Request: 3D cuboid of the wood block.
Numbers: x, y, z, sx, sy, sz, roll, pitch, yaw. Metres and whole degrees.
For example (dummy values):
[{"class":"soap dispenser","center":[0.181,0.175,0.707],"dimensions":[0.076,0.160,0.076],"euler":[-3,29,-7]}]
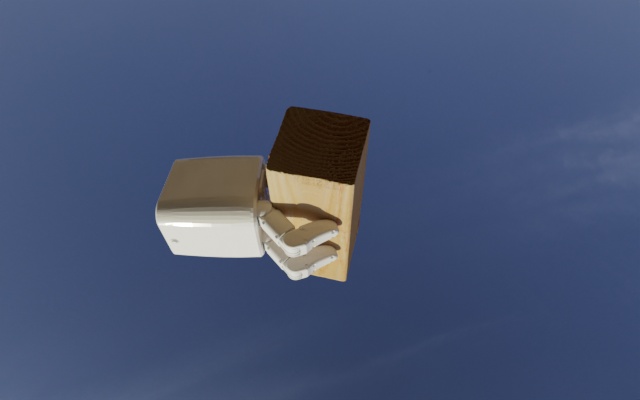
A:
[{"class":"wood block","center":[0.000,0.002,0.554],"dimensions":[0.090,0.090,0.206],"euler":[11,-34,7]}]
